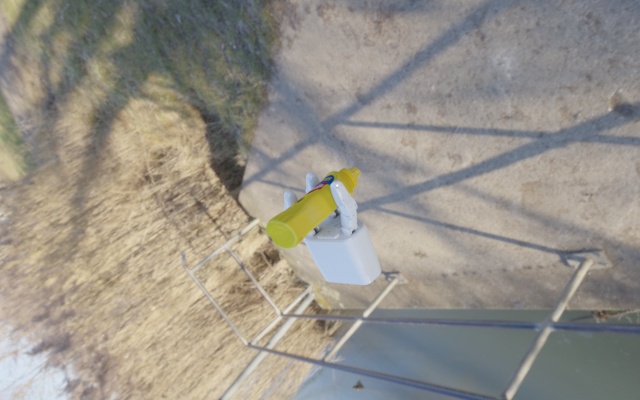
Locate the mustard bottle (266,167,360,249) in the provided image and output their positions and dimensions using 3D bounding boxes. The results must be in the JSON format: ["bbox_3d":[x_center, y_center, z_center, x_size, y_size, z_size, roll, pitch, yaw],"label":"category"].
[{"bbox_3d":[0.000,0.003,0.806,0.191,0.058,0.096,-39,7,-27],"label":"mustard bottle"}]
